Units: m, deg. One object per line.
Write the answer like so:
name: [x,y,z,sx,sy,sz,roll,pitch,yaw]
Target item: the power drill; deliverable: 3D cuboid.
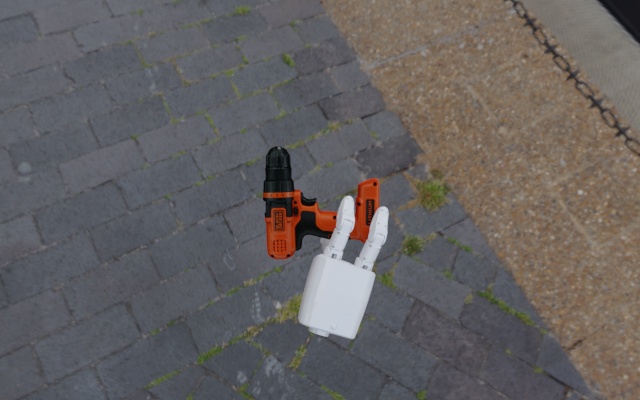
power drill: [0.001,0.003,0.779,0.187,0.184,0.057,-1,6,1]
